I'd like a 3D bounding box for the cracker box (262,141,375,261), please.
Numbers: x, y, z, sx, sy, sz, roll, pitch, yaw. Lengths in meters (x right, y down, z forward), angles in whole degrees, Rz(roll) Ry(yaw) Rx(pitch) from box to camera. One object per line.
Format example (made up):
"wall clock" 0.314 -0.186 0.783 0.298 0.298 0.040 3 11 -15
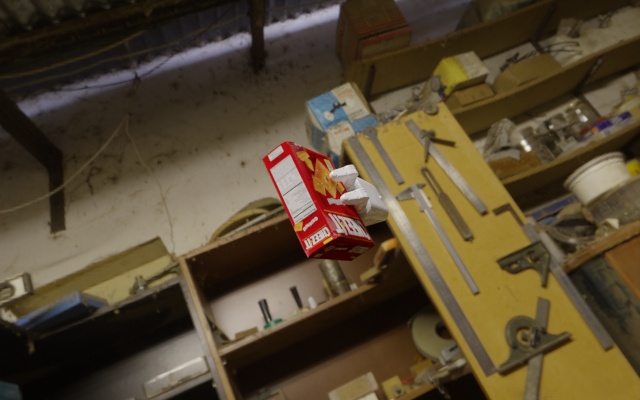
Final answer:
"cracker box" 0.000 0.003 0.896 0.072 0.213 0.164 -36 -24 21
